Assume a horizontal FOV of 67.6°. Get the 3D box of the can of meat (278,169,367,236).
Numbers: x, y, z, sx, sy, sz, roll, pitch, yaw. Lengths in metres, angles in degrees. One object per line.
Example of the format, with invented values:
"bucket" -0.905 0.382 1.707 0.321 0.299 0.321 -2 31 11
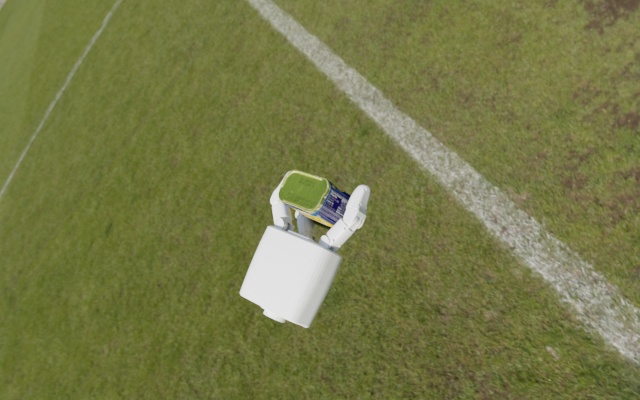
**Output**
"can of meat" 0.000 0.002 0.679 0.084 0.057 0.102 32 -9 -41
